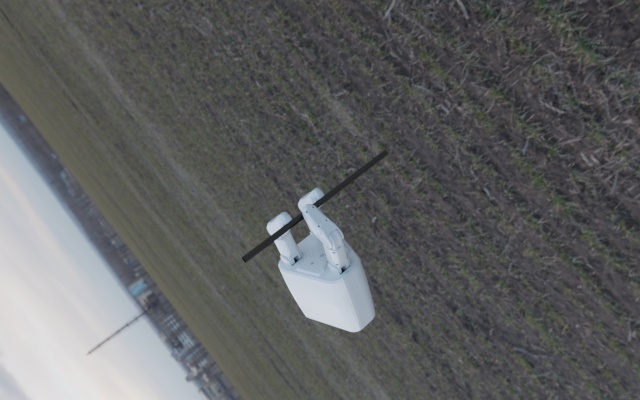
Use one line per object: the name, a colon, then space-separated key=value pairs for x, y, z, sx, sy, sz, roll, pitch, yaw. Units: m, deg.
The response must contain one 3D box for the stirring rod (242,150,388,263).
stirring rod: x=0.000 y=0.002 z=0.597 sx=0.239 sy=0.011 sz=0.011 roll=-37 pitch=16 yaw=-23
